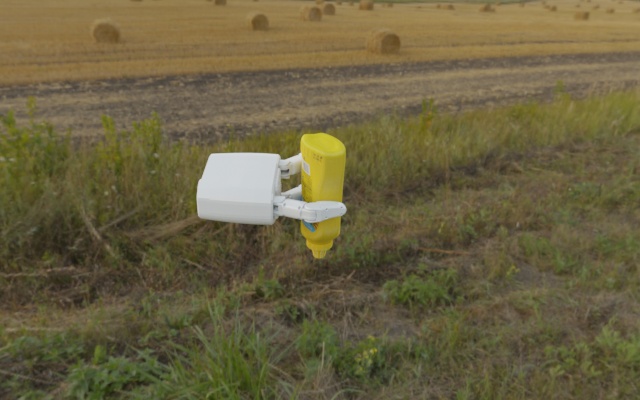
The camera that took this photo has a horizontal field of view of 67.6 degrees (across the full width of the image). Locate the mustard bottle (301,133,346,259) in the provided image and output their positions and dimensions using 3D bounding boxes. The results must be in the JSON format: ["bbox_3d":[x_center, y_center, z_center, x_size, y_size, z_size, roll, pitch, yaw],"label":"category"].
[{"bbox_3d":[0.000,0.002,0.719,0.058,0.192,0.096,-8,27,-20],"label":"mustard bottle"}]
